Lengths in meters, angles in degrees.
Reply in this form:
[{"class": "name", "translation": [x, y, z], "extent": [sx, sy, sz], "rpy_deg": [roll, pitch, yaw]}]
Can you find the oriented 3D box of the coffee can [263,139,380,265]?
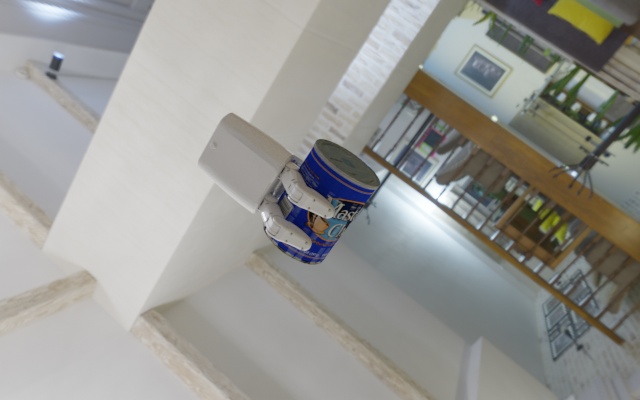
[{"class": "coffee can", "translation": [0.000, 0.002, 0.654], "extent": [0.103, 0.140, 0.102], "rpy_deg": [30, 21, -13]}]
